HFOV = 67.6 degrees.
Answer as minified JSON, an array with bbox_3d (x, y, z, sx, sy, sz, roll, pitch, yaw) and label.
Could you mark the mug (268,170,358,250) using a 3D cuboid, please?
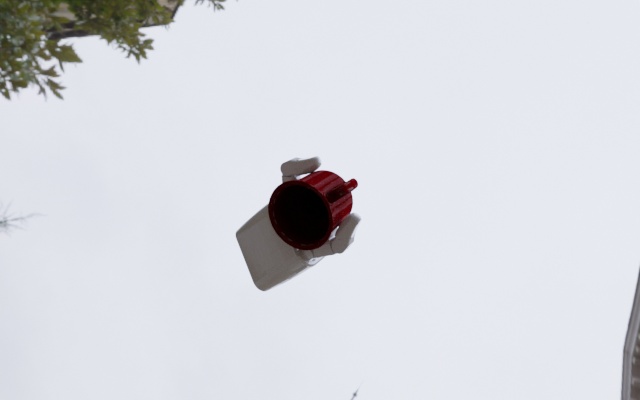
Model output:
[{"bbox_3d":[0.001,0.001,0.621,0.117,0.093,0.081,-33,0,33],"label":"mug"}]
